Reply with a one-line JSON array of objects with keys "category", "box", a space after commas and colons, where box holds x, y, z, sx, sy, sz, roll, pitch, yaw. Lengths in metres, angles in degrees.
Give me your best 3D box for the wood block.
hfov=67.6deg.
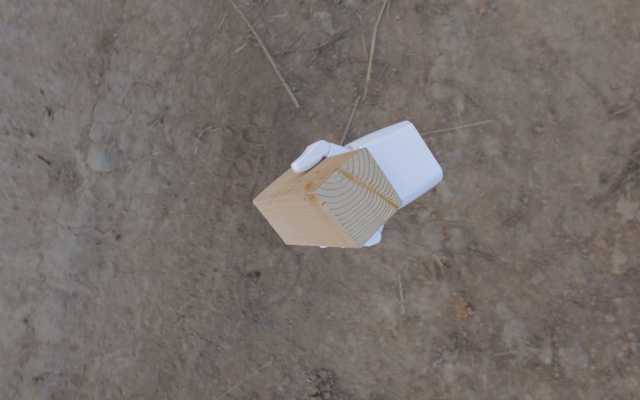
[{"category": "wood block", "box": [0.000, 0.002, 0.652, 0.090, 0.091, 0.206, -43, 16, -24]}]
